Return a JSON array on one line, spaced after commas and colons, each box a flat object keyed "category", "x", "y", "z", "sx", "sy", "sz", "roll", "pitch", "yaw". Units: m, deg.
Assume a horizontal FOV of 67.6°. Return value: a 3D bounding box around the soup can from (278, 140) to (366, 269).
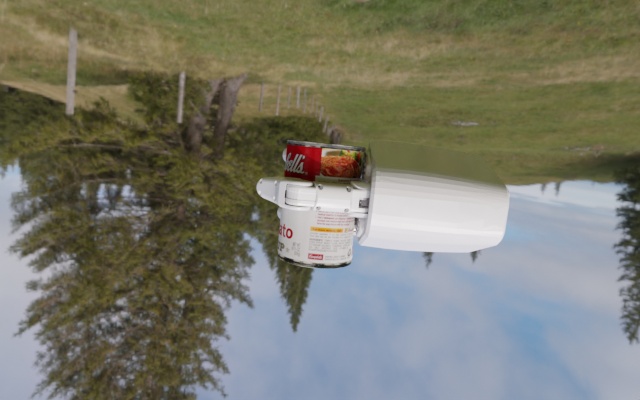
[{"category": "soup can", "x": 0.000, "y": 0.002, "z": 0.415, "sx": 0.068, "sy": 0.102, "sz": 0.068, "roll": 6, "pitch": 7, "yaw": -1}]
